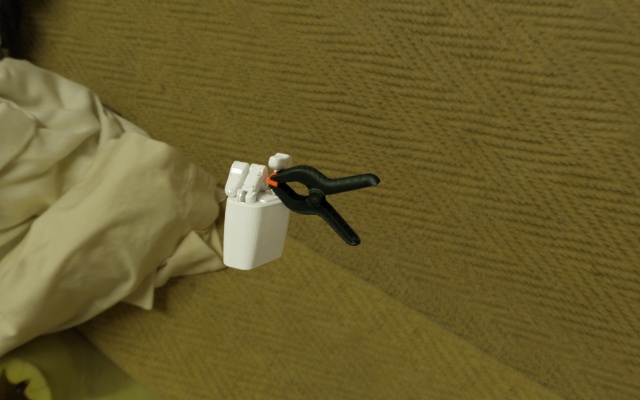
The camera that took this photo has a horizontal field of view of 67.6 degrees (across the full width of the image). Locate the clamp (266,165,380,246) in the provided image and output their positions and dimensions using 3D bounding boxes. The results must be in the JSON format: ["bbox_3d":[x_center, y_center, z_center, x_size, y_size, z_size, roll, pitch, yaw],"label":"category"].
[{"bbox_3d":[0.000,0.002,0.730,0.171,0.120,0.039,13,19,16],"label":"clamp"}]
